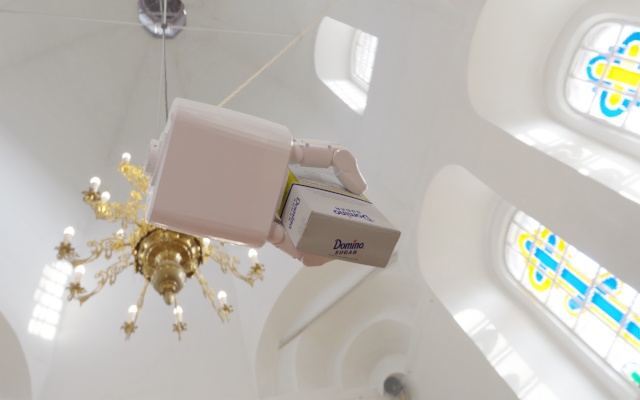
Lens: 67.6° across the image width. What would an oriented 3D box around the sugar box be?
[{"bbox_3d":[0.000,0.002,0.487,0.093,0.048,0.176,14,21,-23],"label":"sugar box"}]
